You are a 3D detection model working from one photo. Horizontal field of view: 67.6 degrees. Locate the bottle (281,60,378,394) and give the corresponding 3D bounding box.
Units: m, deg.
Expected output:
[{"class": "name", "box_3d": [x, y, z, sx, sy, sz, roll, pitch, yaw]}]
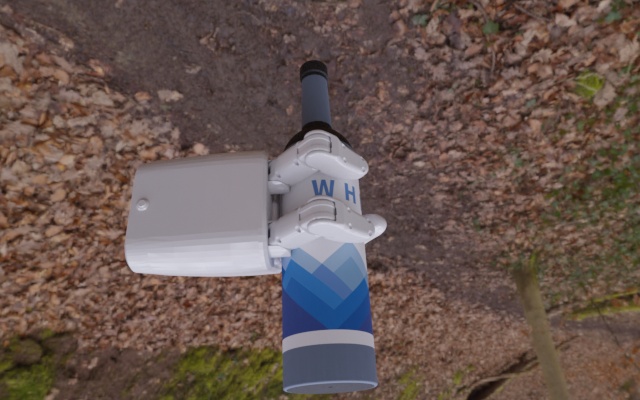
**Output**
[{"class": "bottle", "box_3d": [0.000, 0.002, 0.402, 0.069, 0.295, 0.069, -2, -28, -1]}]
